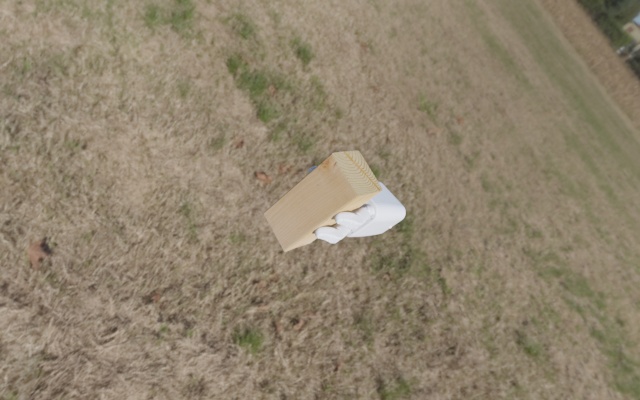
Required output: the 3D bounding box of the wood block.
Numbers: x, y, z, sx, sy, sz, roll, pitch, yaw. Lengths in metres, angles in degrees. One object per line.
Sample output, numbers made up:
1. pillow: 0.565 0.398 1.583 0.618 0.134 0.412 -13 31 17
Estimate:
1. wood block: 0.000 0.003 0.895 0.206 0.091 0.090 -39 -15 35
